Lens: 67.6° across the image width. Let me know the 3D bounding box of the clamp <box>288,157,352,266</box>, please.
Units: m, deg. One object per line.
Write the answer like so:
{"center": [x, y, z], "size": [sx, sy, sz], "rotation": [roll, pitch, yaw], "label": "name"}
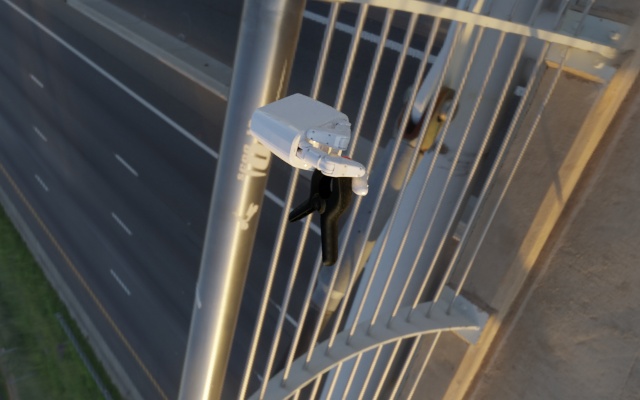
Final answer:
{"center": [0.000, 0.002, 0.728], "size": [0.039, 0.171, 0.120], "rotation": [-13, 37, -44], "label": "clamp"}
